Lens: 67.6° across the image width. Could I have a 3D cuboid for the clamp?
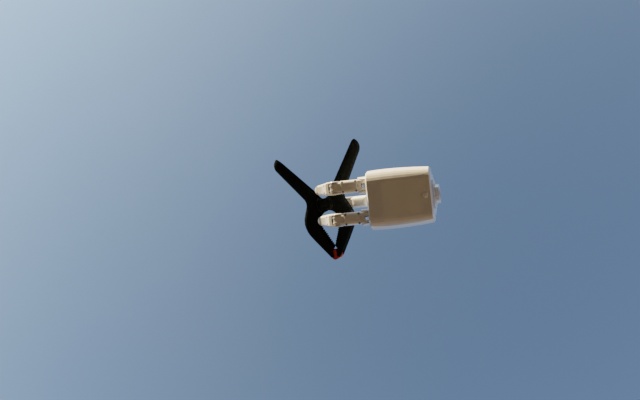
[{"bbox_3d":[0.001,0.003,0.867,0.164,0.210,0.036,-6,-1,18],"label":"clamp"}]
